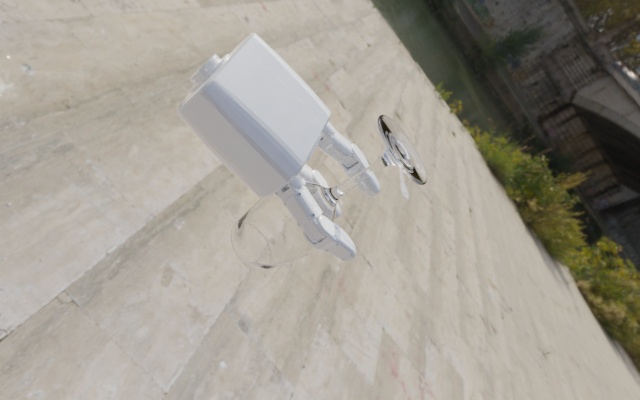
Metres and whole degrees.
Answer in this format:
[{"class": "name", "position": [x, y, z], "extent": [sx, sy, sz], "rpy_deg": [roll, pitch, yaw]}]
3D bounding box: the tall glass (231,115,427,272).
[{"class": "tall glass", "position": [0.001, 0.001, 0.475], "extent": [0.201, 0.079, 0.079], "rpy_deg": [-33, -16, 26]}]
